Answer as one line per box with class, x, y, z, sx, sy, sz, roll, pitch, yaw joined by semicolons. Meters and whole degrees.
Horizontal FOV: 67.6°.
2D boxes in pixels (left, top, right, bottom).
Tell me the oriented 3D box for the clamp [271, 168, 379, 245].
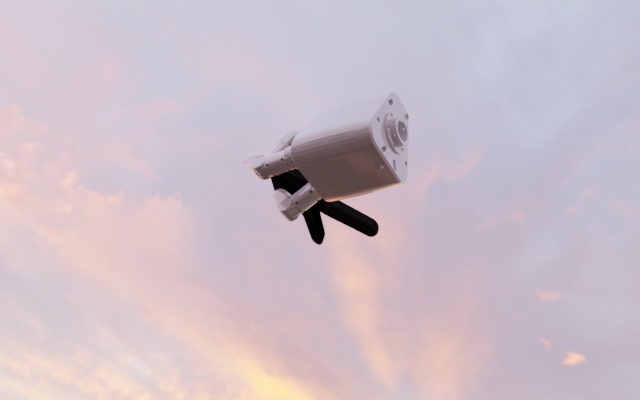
clamp;0.000;0.002;0.647;0.120;0.039;0.171;-11;-46;34
